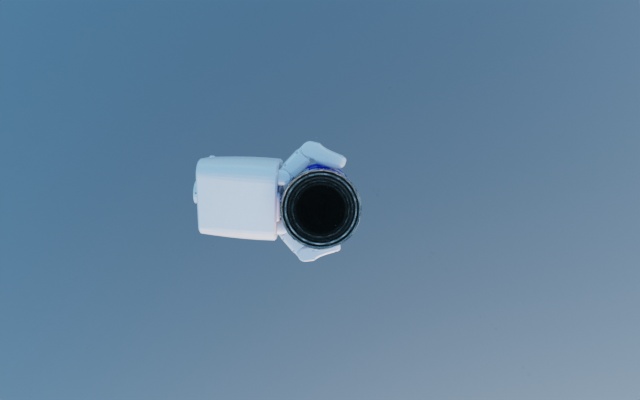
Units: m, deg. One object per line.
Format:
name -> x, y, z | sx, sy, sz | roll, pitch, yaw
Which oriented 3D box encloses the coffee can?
coffee can -> 0.000, 0.002, 0.662 | 0.103, 0.103, 0.140 | 0, 8, 0
